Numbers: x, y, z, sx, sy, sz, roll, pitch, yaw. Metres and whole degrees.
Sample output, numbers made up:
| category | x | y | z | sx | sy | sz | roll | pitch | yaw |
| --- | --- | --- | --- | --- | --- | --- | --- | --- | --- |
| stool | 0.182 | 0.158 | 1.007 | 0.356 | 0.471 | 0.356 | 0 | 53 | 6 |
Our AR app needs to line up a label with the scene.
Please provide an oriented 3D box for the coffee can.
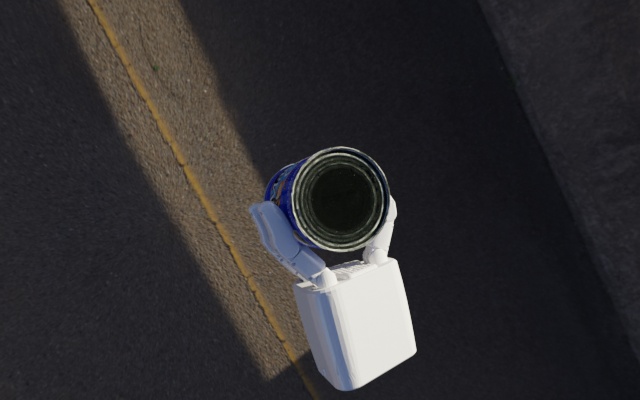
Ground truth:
| category | x | y | z | sx | sy | sz | roll | pitch | yaw |
| --- | --- | --- | --- | --- | --- | --- | --- | --- | --- |
| coffee can | 0.000 | 0.002 | 0.524 | 0.103 | 0.103 | 0.140 | 0 | -2 | -17 |
